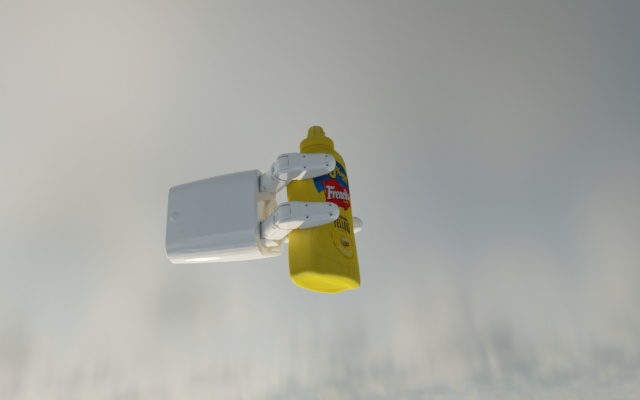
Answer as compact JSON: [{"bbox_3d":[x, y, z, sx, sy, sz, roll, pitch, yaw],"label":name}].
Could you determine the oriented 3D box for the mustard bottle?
[{"bbox_3d":[0.000,0.002,0.535,0.058,0.191,0.096,-20,-28,30],"label":"mustard bottle"}]
